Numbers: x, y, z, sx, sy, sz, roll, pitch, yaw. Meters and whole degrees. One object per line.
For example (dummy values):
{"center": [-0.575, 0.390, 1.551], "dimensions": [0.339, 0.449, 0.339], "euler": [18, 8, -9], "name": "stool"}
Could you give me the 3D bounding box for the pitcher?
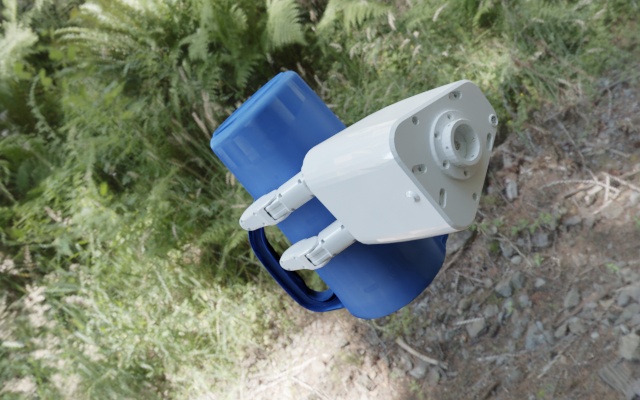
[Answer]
{"center": [0.000, 0.002, 0.487], "dimensions": [0.149, 0.243, 0.145], "euler": [-51, 20, -27], "name": "pitcher"}
